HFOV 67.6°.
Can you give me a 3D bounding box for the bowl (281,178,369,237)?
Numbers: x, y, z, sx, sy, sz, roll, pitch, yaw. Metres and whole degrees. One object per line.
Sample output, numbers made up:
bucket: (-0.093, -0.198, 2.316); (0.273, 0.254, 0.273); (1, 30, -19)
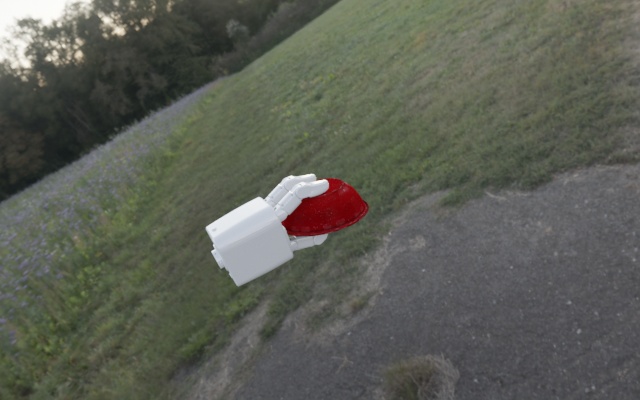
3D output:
bowl: (0.001, 0.002, 0.828); (0.162, 0.055, 0.162); (-11, 20, 4)
